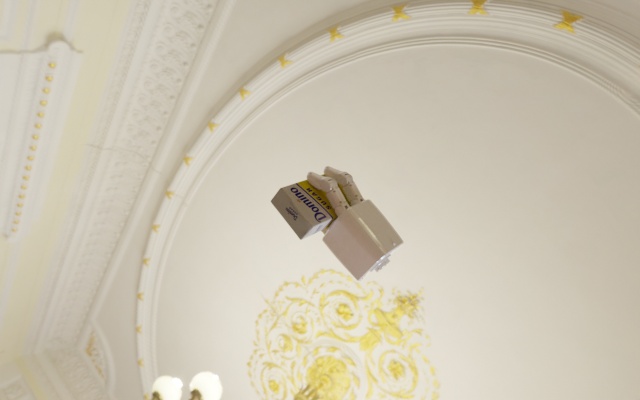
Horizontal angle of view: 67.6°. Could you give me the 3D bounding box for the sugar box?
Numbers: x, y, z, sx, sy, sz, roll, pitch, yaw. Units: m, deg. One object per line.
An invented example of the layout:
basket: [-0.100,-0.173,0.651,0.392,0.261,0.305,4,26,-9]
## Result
sugar box: [0.001,0.003,0.885,0.176,0.093,0.048,-21,-23,-53]
